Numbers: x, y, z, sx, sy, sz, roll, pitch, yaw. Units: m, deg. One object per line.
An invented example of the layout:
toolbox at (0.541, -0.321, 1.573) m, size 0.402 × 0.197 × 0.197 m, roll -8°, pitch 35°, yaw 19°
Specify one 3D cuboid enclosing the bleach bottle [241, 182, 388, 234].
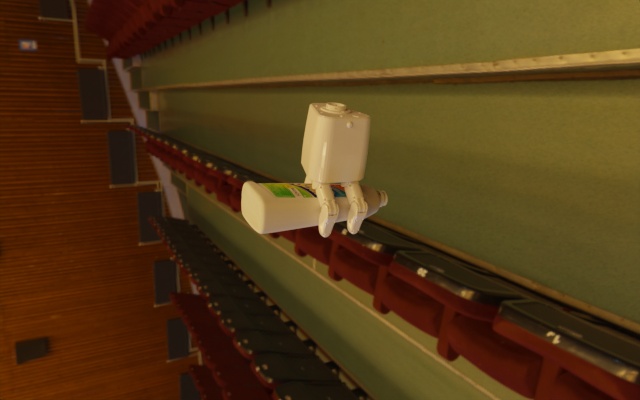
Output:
bleach bottle at (0.000, 0.003, 0.817) m, size 0.251 × 0.068 × 0.102 m, roll -5°, pitch 25°, yaw -28°
